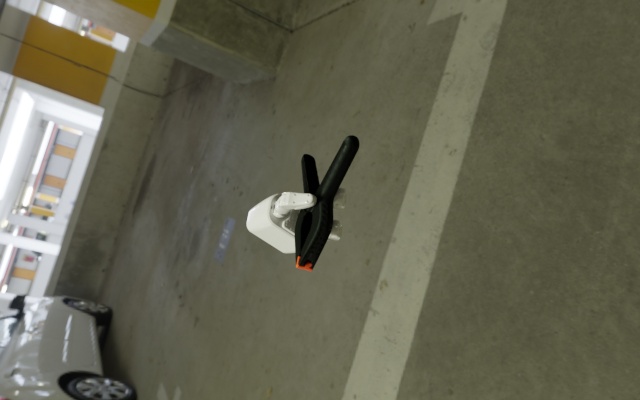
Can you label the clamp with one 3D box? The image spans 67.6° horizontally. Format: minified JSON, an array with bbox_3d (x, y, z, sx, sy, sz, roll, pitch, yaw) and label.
[{"bbox_3d":[-0.001,0.003,0.741,0.036,0.210,0.164,17,-20,-24],"label":"clamp"}]
